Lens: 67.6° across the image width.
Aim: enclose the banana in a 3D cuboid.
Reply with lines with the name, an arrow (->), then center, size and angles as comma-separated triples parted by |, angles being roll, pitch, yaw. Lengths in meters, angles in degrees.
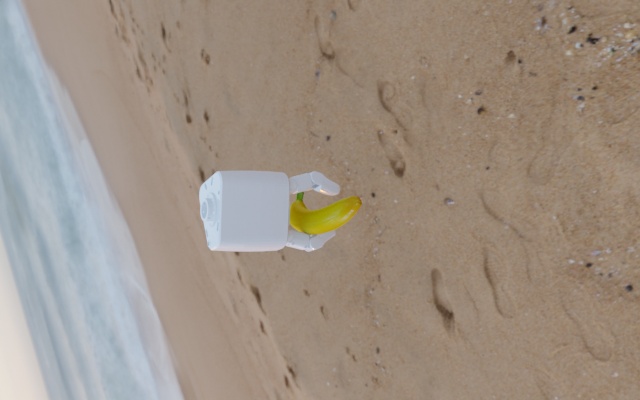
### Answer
banana -> -0.007, 0.020, 0.736 | 0.037, 0.069, 0.198 | 18, -5, -30
